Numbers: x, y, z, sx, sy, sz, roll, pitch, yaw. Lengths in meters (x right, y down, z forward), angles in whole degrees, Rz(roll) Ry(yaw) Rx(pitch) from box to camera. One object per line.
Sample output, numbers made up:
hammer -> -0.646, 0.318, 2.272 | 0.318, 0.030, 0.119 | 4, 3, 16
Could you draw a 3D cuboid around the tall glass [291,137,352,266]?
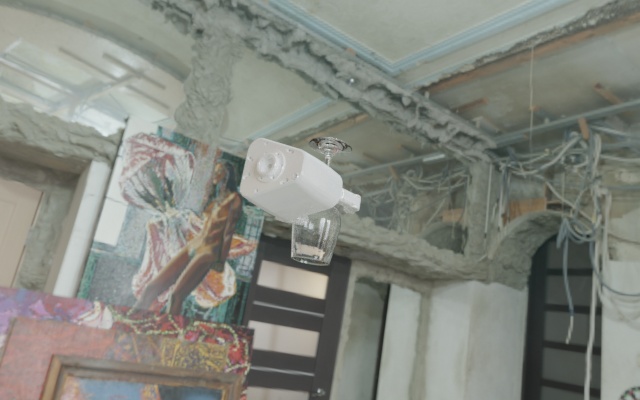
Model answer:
tall glass -> 0.000, 0.002, 0.781 | 0.079, 0.201, 0.079 | 9, -15, 2
